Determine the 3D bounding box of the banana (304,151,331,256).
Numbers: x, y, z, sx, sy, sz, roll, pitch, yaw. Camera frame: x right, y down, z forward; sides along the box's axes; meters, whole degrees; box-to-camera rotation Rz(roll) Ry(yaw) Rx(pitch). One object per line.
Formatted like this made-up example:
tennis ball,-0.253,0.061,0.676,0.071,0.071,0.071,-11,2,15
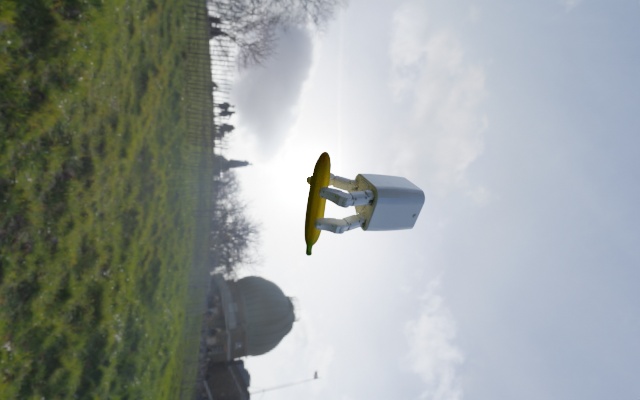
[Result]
banana,-0.004,0.002,0.903,0.037,0.198,0.069,5,13,-13
